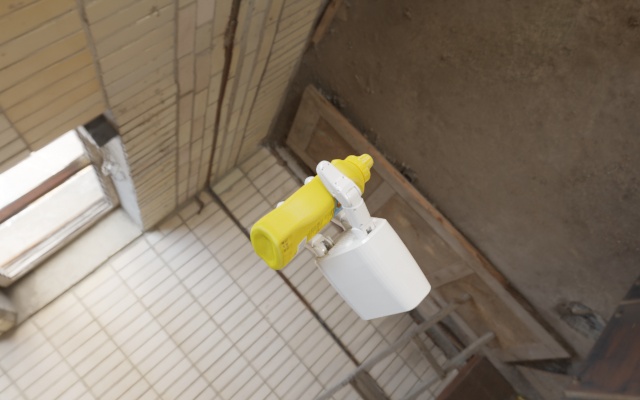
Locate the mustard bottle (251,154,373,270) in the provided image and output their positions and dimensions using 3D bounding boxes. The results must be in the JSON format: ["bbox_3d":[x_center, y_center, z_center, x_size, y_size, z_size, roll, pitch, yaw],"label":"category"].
[{"bbox_3d":[0.000,0.002,0.602,0.191,0.058,0.096,-41,-16,-25],"label":"mustard bottle"}]
